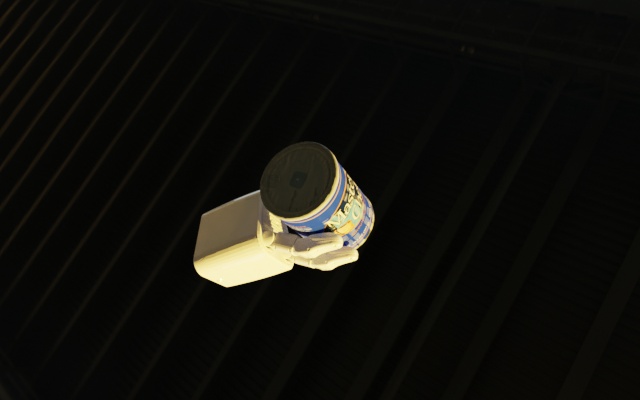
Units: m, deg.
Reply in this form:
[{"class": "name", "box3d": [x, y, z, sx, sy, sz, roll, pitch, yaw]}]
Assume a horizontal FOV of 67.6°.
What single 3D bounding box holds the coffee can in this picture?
[{"class": "coffee can", "box3d": [0.000, 0.002, 0.622, 0.103, 0.102, 0.140, 0, -23, 26]}]
